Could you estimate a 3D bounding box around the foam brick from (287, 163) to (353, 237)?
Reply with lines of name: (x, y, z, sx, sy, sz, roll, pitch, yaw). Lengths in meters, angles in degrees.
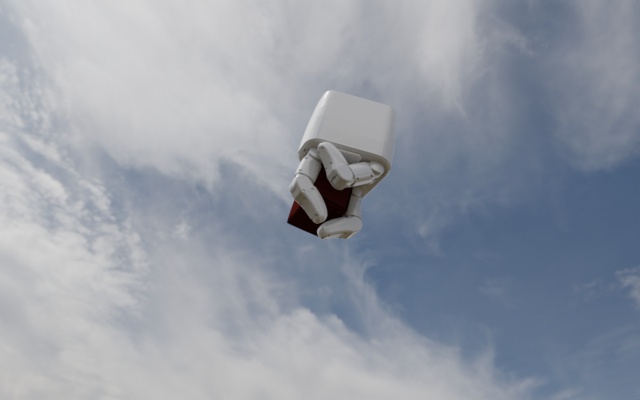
foam brick: (0.000, 0.002, 0.613, 0.053, 0.051, 0.078, 26, -40, -13)
